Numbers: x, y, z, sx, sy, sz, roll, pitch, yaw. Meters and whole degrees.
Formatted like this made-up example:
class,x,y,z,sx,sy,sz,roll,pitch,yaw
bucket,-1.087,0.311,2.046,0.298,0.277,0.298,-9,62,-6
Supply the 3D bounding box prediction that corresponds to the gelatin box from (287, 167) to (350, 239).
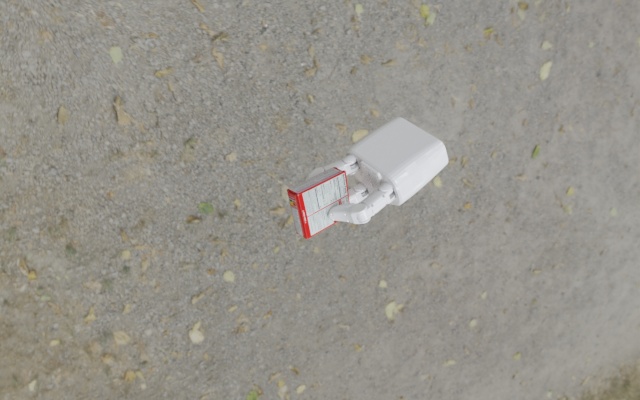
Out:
class,x,y,z,sx,sy,sz,roll,pitch,yaw
gelatin box,0.000,0.003,0.683,0.089,0.073,0.030,-28,33,-29
